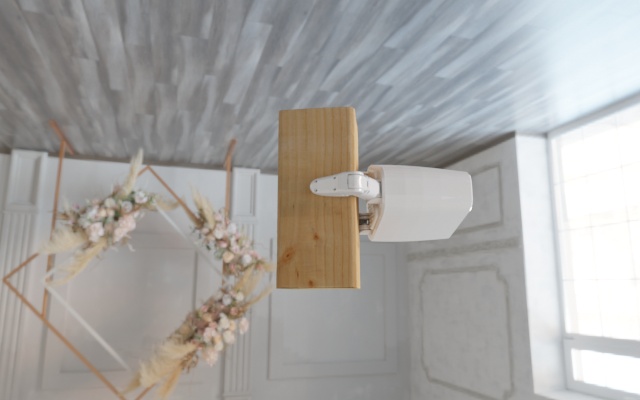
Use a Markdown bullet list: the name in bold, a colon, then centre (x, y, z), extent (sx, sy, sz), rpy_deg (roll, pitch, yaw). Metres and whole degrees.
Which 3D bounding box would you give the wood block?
- **wood block**: centre (0.000, 0.002, 0.574), extent (0.090, 0.206, 0.091), rpy_deg (-2, -11, 7)
